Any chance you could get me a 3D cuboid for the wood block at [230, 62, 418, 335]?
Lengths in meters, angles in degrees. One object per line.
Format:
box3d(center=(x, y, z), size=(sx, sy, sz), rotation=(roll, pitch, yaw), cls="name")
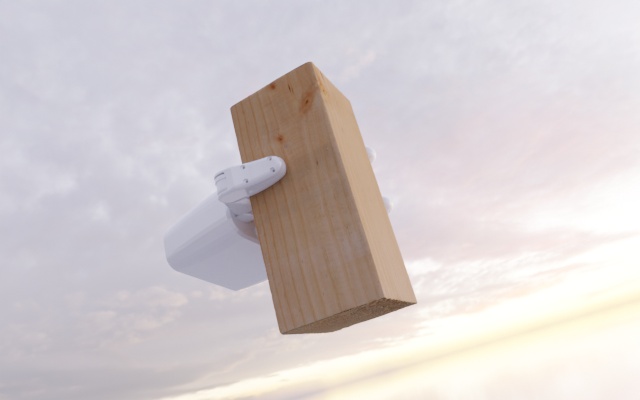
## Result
box3d(center=(0.000, 0.001, 0.415), size=(0.090, 0.206, 0.091), rotation=(-24, -22, 21), cls="wood block")
